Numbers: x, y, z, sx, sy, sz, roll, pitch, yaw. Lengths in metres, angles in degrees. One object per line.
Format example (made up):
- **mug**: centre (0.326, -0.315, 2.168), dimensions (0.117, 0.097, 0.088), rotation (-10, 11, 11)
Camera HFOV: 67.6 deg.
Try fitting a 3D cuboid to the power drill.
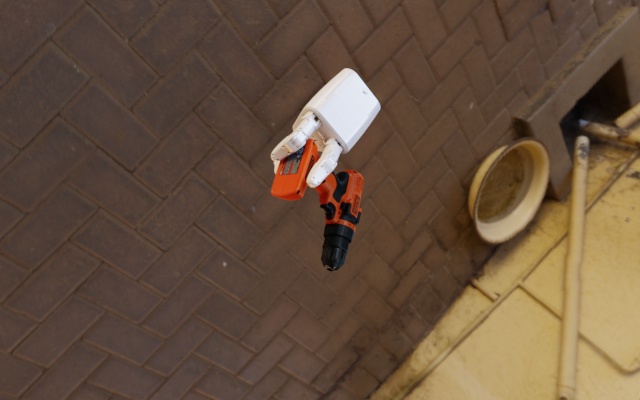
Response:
- **power drill**: centre (0.000, 0.002, 0.776), dimensions (0.057, 0.184, 0.188), rotation (-4, -29, 33)
